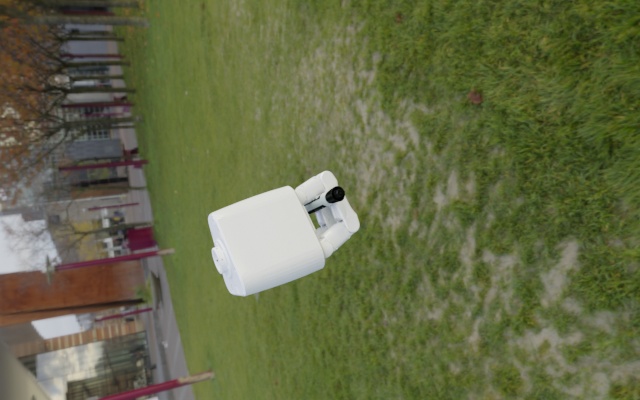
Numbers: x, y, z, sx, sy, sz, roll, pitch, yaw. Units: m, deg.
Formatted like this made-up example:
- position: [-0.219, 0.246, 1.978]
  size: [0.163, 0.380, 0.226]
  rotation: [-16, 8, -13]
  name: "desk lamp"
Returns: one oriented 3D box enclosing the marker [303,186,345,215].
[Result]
- position: [0.000, 0.002, 0.610]
  size: [0.020, 0.020, 0.121]
  rotation: [0, -10, -22]
  name: "marker"
